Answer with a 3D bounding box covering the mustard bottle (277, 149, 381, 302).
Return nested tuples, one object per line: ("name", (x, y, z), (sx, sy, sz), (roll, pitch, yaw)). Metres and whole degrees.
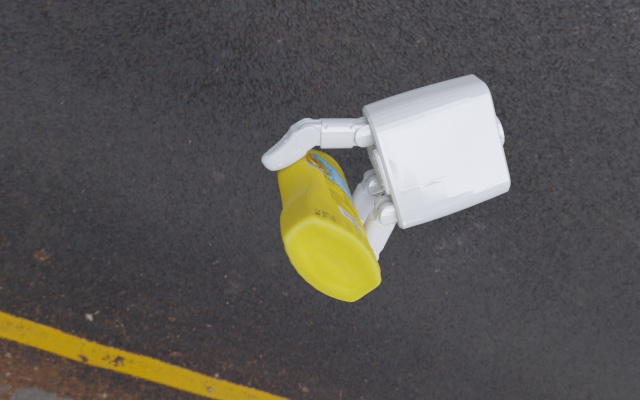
("mustard bottle", (0.000, 0.002, 0.453), (0.058, 0.096, 0.191), (-39, 28, 15))
